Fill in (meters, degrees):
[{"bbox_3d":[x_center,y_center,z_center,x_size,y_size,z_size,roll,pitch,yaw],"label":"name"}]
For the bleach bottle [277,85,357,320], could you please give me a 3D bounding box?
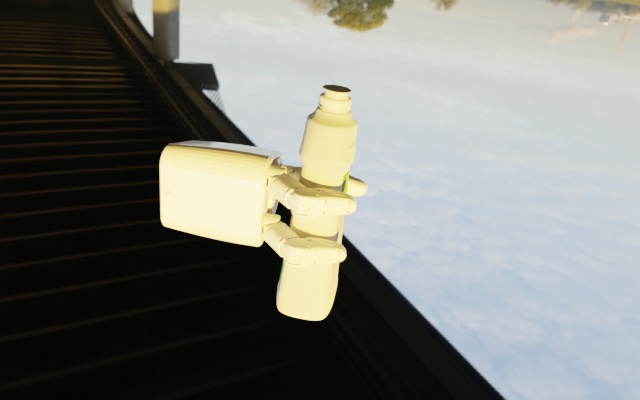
[{"bbox_3d":[0.000,0.002,0.512,0.068,0.251,0.102,10,27,3],"label":"bleach bottle"}]
